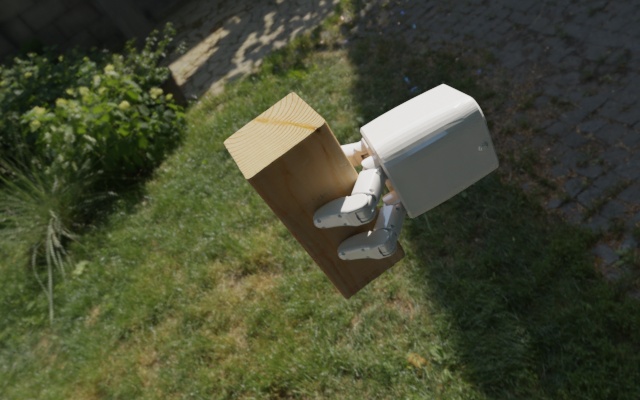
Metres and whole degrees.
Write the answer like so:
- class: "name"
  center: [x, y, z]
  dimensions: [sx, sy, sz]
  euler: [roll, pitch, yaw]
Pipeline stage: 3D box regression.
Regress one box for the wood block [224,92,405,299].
- class: "wood block"
  center: [0.000, 0.001, 0.514]
  dimensions: [0.090, 0.206, 0.090]
  euler: [-37, 38, -2]
